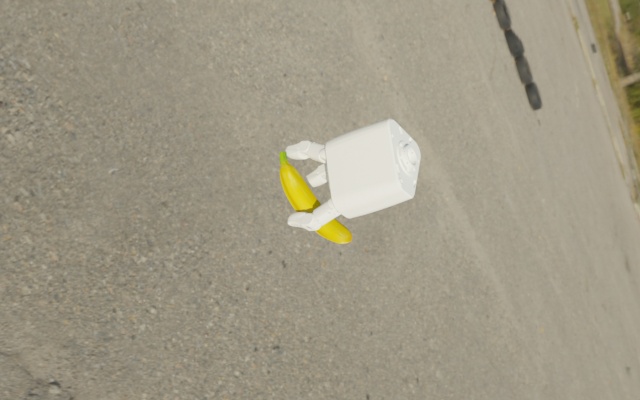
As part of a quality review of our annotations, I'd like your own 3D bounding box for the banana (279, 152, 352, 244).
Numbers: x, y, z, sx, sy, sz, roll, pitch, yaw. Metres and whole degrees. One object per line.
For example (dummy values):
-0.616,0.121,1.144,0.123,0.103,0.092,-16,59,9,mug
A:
-0.007,0.011,0.763,0.037,0.198,0.069,-20,28,34,banana
